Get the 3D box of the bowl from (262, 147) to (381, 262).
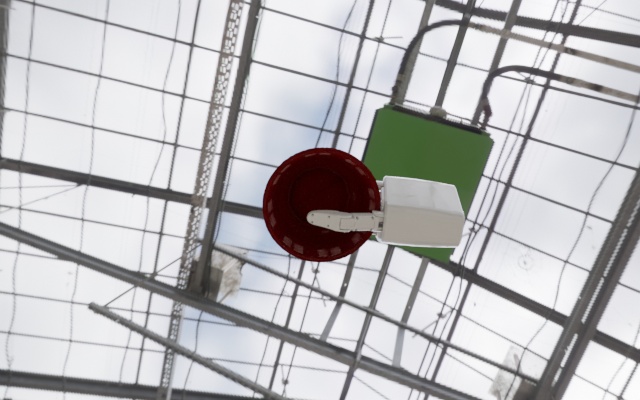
[{"bbox_3d":[-0.001,0.002,0.669,0.162,0.162,0.055,0,15,-5],"label":"bowl"}]
